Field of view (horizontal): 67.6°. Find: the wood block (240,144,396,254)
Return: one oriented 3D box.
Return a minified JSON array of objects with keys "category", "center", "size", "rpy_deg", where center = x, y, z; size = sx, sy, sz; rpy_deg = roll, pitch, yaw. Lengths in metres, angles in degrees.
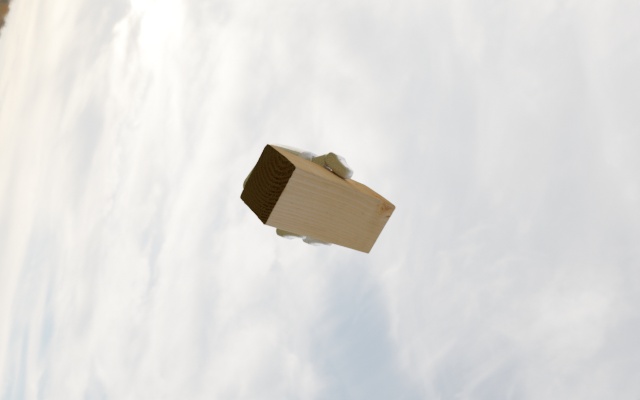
[{"category":"wood block","center":[0.000,0.002,0.708],"size":[0.206,0.091,0.090],"rpy_deg":[19,14,-40]}]
